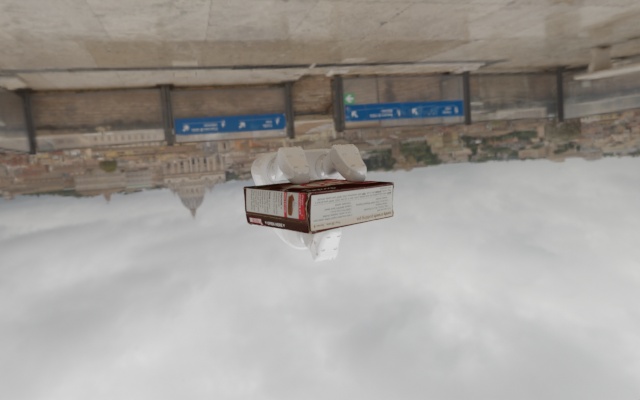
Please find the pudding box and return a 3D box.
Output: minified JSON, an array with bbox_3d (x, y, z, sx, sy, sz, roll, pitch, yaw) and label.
[{"bbox_3d":[0.000,0.002,0.444,0.113,0.039,0.090,-11,11,-43],"label":"pudding box"}]
